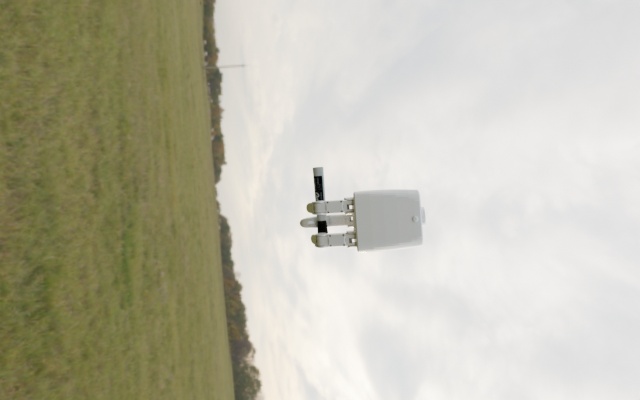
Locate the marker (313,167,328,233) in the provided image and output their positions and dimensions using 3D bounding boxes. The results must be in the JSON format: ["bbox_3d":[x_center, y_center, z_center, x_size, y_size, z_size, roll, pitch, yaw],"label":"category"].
[{"bbox_3d":[0.000,0.003,0.825,0.020,0.121,0.020,-4,2,0],"label":"marker"}]
